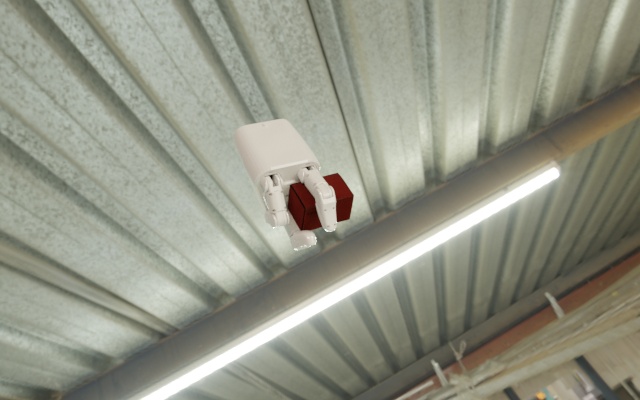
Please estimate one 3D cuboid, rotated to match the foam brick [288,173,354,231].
[{"bbox_3d":[0.000,0.002,0.677,0.078,0.053,0.051,-14,50,-22],"label":"foam brick"}]
